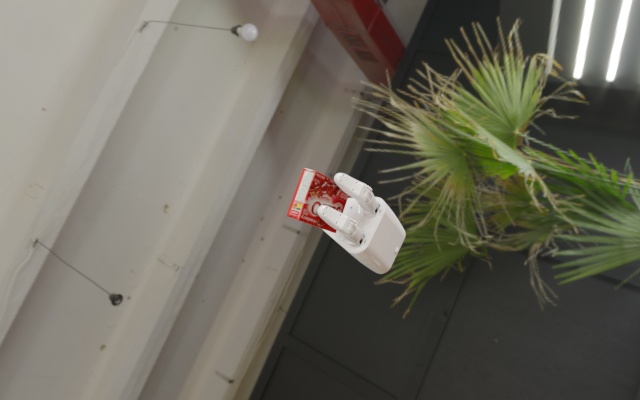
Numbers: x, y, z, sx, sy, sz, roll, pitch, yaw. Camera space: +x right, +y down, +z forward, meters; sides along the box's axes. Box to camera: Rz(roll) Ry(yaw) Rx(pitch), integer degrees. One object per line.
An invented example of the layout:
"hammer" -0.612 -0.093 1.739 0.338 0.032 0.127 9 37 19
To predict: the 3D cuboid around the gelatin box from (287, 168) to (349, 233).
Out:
"gelatin box" 0.000 0.002 0.696 0.030 0.073 0.089 17 -5 43
